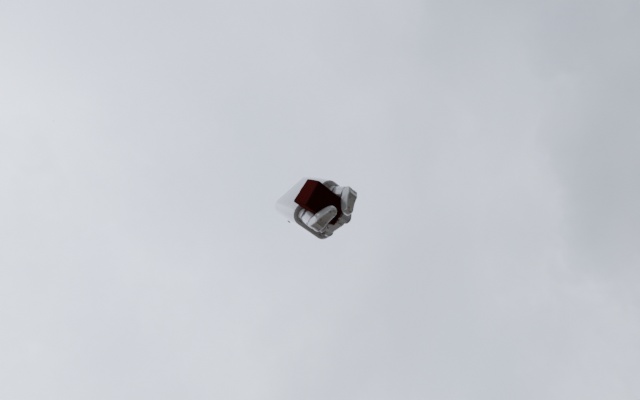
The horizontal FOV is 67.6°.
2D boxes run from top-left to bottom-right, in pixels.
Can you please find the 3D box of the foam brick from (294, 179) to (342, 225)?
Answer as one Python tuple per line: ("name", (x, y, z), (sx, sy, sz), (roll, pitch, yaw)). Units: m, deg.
("foam brick", (0.000, 0.003, 0.894), (0.078, 0.053, 0.051), (37, -10, -29))
